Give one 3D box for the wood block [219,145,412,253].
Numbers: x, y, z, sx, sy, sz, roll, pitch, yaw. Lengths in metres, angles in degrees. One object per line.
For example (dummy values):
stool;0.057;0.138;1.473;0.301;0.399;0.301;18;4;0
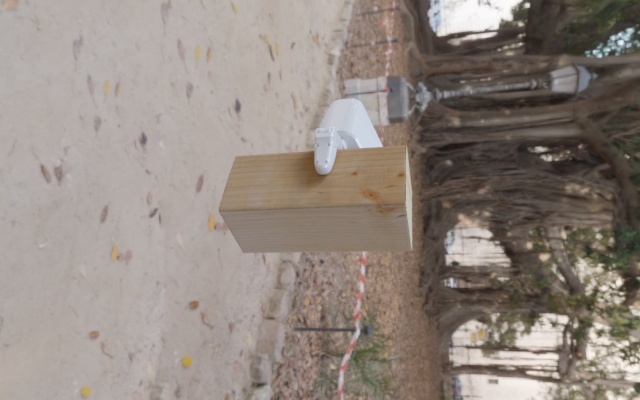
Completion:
wood block;0.000;0.001;0.562;0.206;0.090;0.091;-3;-40;14
